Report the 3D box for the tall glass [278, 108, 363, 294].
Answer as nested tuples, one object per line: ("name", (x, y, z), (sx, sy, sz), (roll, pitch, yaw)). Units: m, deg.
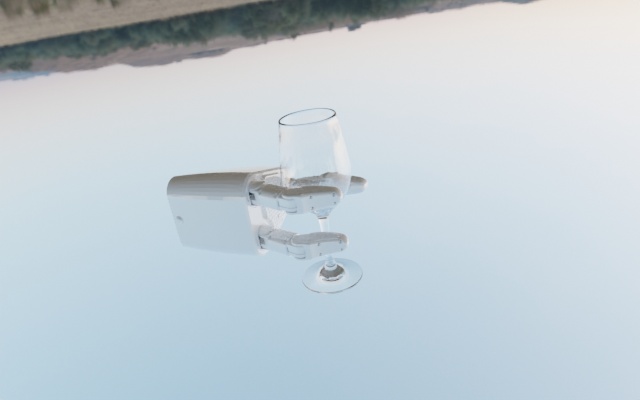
("tall glass", (0.000, 0.002, 0.539), (0.079, 0.201, 0.079), (-7, 24, 3))
